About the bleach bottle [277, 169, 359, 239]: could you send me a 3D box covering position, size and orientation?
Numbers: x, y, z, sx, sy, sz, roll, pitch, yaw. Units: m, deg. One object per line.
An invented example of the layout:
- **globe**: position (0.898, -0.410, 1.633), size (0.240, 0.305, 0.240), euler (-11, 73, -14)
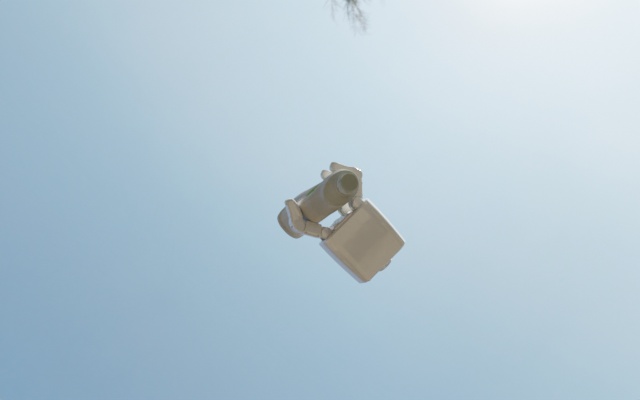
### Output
- **bleach bottle**: position (0.000, 0.003, 0.839), size (0.102, 0.068, 0.251), euler (-44, 4, -21)
